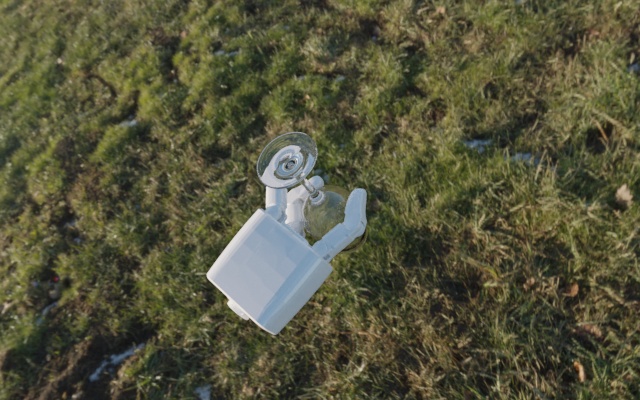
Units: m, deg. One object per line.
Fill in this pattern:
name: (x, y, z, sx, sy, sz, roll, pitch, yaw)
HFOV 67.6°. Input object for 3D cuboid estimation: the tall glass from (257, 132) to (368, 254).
tall glass: (0.000, 0.002, 0.605, 0.079, 0.079, 0.201, 0, -28, 26)
